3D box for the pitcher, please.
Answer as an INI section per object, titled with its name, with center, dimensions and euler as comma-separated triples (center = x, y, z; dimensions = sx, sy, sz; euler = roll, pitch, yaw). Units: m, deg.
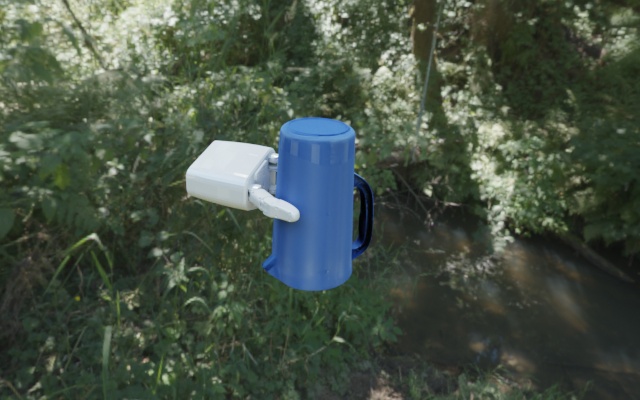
[pitcher]
center = 0.000, 0.002, 0.731
dimensions = 0.145, 0.243, 0.149
euler = 12, 26, 17
